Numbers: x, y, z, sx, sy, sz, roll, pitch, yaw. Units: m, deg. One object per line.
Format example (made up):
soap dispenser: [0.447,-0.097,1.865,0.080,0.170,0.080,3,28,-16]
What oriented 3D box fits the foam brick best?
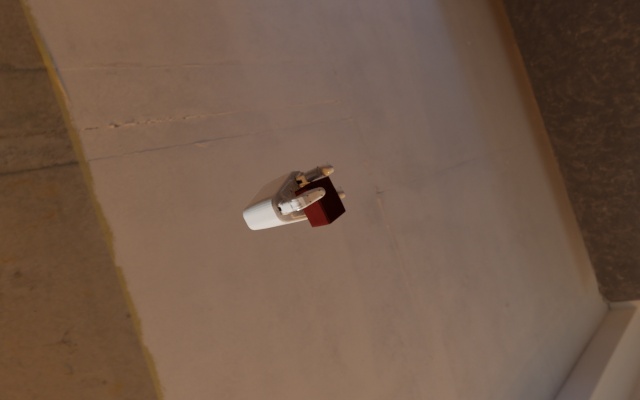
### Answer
foam brick: [0.000,0.003,0.889,0.051,0.078,0.053,-18,11,47]
